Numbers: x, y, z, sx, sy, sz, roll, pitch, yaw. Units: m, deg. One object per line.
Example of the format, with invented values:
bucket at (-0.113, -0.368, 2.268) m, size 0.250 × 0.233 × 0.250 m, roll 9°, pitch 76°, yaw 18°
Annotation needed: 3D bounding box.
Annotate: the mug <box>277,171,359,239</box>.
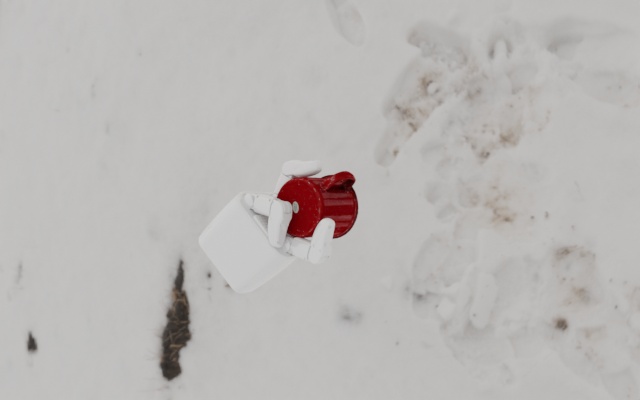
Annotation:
mug at (0.001, 0.001, 0.653) m, size 0.117 × 0.093 × 0.081 m, roll -42°, pitch -23°, yaw 28°
